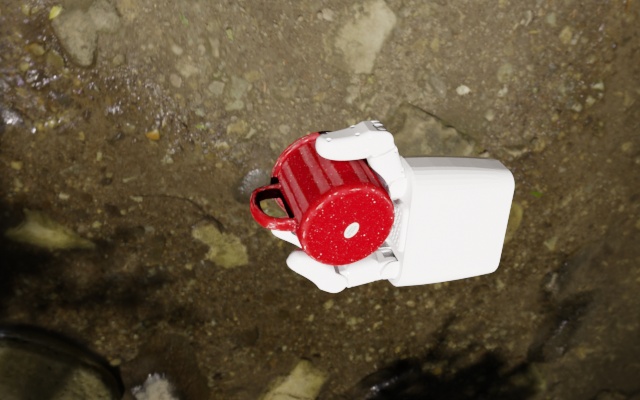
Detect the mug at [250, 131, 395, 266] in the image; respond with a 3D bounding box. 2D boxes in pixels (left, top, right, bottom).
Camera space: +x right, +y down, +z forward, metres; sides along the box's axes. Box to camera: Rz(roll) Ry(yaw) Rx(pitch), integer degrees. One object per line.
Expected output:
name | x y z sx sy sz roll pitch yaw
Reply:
mug | -0.001 0.001 0.401 0.117 0.093 0.081 -4 35 -17
